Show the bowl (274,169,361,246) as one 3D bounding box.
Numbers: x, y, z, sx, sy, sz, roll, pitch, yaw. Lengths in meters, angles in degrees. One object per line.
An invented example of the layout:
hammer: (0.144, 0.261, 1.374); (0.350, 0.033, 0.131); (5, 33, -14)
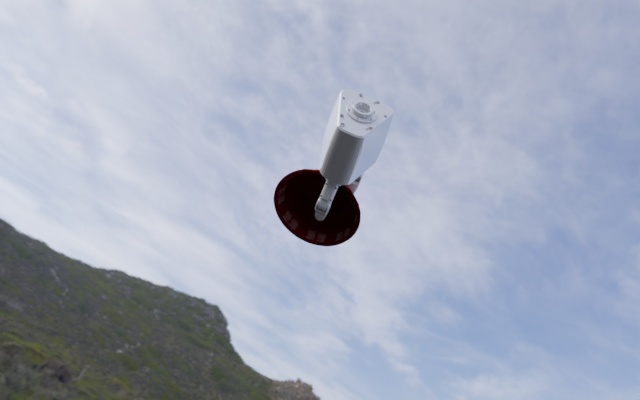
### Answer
bowl: (0.000, 0.003, 0.859); (0.162, 0.162, 0.055); (0, 32, 22)
